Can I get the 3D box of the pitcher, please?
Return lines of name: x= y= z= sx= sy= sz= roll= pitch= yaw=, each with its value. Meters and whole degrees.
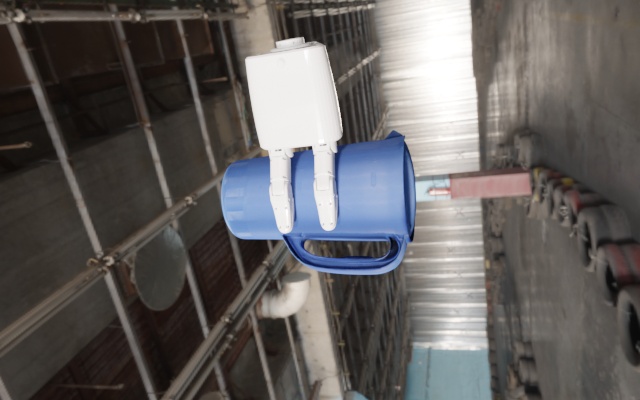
pitcher: x=0.000 y=0.002 z=0.617 sx=0.243 sy=0.145 sz=0.149 roll=-4 pitch=23 yaw=16
